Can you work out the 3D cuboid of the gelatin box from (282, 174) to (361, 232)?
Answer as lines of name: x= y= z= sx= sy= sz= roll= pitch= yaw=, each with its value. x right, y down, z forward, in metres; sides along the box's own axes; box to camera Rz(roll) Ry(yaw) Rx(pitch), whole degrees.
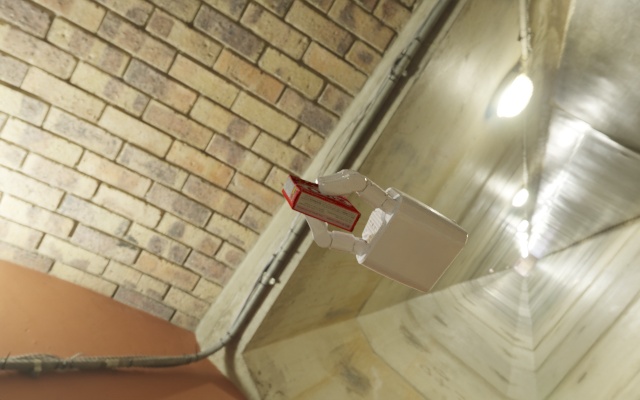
gelatin box: x=0.000 y=0.002 z=0.617 sx=0.089 sy=0.030 sz=0.073 roll=21 pitch=12 yaw=-20
